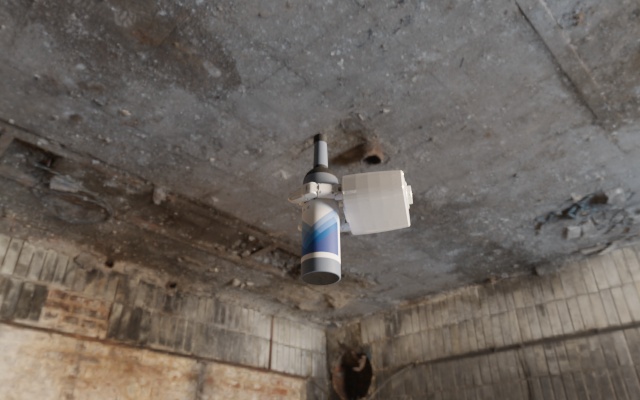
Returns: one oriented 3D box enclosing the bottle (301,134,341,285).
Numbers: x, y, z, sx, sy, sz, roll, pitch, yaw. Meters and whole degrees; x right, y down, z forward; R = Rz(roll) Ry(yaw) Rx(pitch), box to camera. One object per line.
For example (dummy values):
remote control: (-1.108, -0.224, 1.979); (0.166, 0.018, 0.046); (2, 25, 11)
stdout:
bottle: (0.000, 0.003, 0.866); (0.069, 0.295, 0.069); (0, -30, 0)
